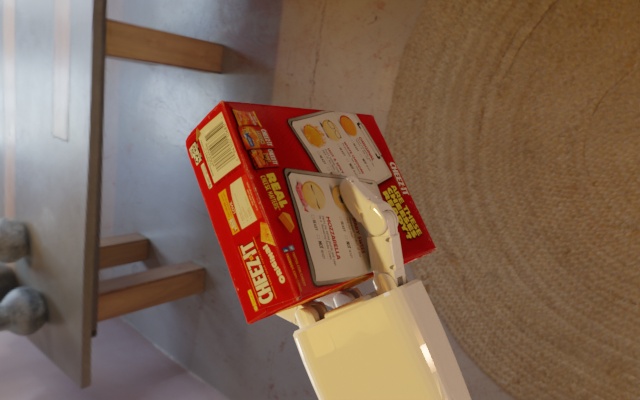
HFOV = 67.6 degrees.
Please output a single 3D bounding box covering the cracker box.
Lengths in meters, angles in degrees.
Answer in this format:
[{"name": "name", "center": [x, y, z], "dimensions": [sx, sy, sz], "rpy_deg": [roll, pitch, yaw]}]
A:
[{"name": "cracker box", "center": [0.000, 0.001, 0.443], "dimensions": [0.072, 0.164, 0.213], "rpy_deg": [-32, -15, 37]}]
